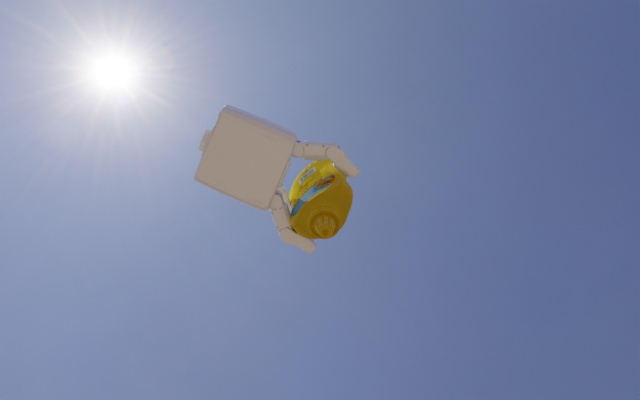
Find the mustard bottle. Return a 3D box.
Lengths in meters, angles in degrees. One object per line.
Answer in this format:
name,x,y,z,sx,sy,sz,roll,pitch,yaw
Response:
mustard bottle,0.000,0.002,0.663,0.096,0.058,0.191,-39,19,11
